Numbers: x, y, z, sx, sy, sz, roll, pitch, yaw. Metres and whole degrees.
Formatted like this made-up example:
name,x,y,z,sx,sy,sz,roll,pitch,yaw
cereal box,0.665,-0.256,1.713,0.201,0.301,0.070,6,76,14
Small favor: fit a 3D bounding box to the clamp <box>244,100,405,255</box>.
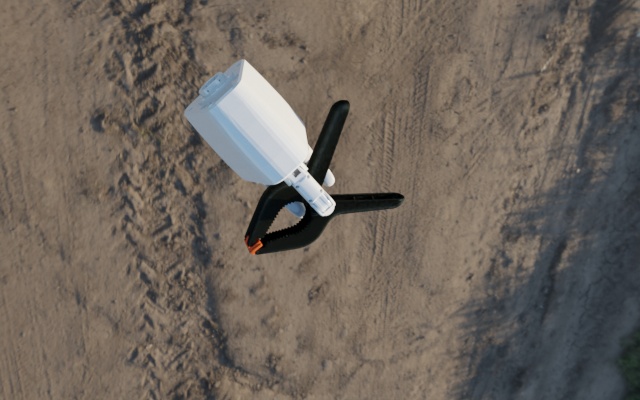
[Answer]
name,x,y,z,sx,sy,sz,roll,pitch,yaw
clamp,0.000,0.002,0.597,0.165,0.210,0.036,47,-1,-26
